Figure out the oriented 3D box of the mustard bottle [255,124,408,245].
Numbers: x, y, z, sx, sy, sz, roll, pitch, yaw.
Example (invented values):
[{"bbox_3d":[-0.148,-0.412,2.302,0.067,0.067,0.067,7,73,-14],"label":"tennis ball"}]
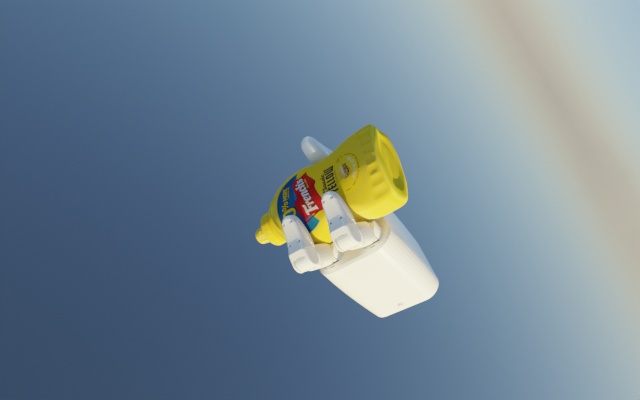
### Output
[{"bbox_3d":[0.000,0.001,0.535,0.192,0.096,0.058,-31,-35,28],"label":"mustard bottle"}]
